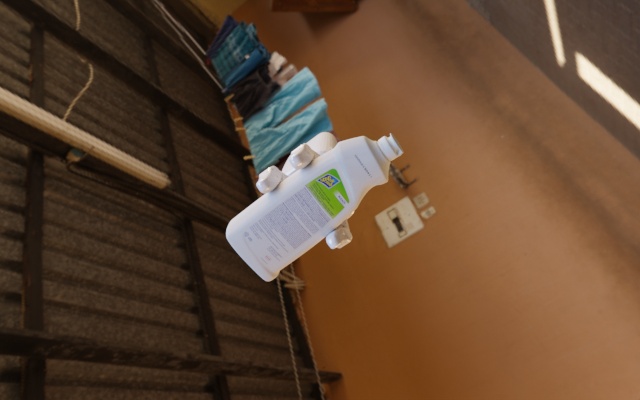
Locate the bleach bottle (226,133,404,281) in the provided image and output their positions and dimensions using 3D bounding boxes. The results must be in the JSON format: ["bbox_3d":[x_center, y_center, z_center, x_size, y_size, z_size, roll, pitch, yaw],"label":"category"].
[{"bbox_3d":[0.000,0.002,0.626,0.251,0.102,0.068,-34,20,17],"label":"bleach bottle"}]
